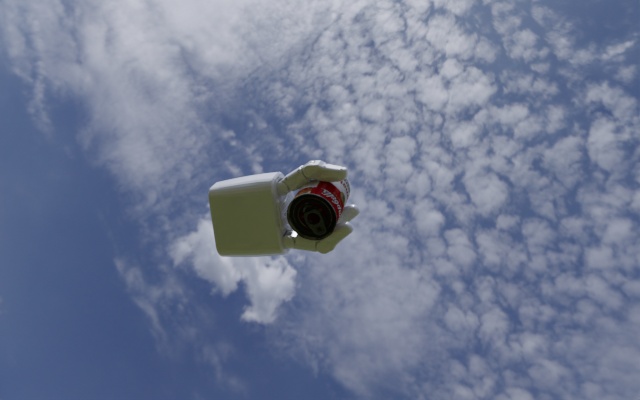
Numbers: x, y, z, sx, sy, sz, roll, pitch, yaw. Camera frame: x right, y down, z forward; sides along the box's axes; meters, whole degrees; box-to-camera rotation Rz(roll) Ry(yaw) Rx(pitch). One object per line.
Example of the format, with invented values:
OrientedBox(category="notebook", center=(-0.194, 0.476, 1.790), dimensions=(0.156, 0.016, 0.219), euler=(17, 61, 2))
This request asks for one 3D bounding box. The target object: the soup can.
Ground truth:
OrientedBox(category="soup can", center=(0.001, 0.002, 0.665), dimensions=(0.068, 0.068, 0.102), euler=(0, 24, 15))
